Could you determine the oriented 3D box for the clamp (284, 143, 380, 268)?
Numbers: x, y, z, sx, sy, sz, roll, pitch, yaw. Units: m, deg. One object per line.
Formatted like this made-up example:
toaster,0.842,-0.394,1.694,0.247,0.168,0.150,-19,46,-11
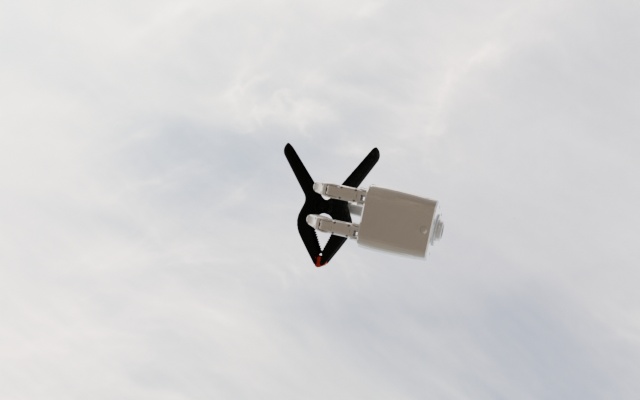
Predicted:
clamp,0.001,0.003,0.793,0.164,0.210,0.036,13,3,20
